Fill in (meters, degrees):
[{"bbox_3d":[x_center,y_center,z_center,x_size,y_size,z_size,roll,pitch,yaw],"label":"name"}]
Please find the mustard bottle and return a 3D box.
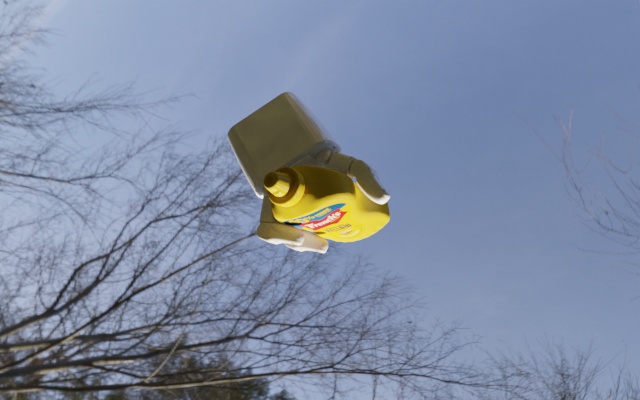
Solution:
[{"bbox_3d":[0.000,0.002,0.549,0.096,0.058,0.192,-18,-23,27],"label":"mustard bottle"}]
